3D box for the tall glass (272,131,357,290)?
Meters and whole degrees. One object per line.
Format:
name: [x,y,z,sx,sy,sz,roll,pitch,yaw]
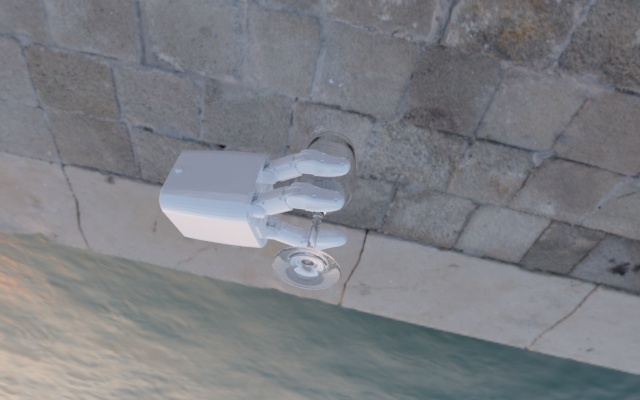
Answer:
tall glass: [0.000,0.002,0.572,0.079,0.200,0.079,7,-43,6]
